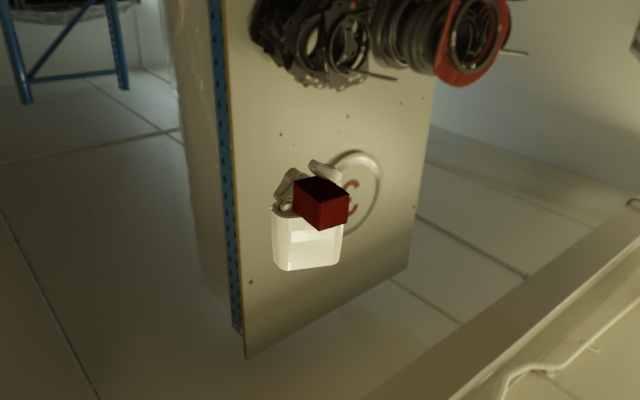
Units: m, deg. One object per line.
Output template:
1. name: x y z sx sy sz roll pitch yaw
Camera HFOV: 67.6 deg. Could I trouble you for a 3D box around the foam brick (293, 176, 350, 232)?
1. foam brick: 0.000 0.002 0.711 0.053 0.051 0.078 -14 32 -29
